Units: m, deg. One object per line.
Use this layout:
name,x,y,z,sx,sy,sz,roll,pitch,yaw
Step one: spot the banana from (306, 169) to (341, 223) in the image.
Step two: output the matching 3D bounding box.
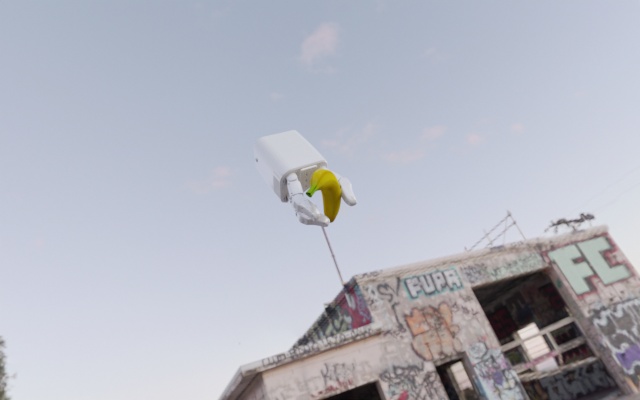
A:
banana,0.010,-0.013,0.883,0.037,0.069,0.198,31,-7,21
